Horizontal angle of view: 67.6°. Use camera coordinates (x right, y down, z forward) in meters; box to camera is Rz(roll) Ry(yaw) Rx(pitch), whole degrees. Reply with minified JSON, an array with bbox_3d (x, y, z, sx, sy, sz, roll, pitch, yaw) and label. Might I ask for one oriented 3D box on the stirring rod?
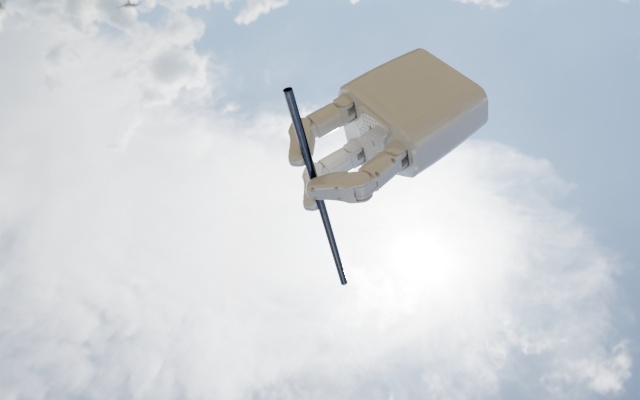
[{"bbox_3d":[0.000,0.001,0.456,0.011,0.240,0.011,-10,39,8],"label":"stirring rod"}]
